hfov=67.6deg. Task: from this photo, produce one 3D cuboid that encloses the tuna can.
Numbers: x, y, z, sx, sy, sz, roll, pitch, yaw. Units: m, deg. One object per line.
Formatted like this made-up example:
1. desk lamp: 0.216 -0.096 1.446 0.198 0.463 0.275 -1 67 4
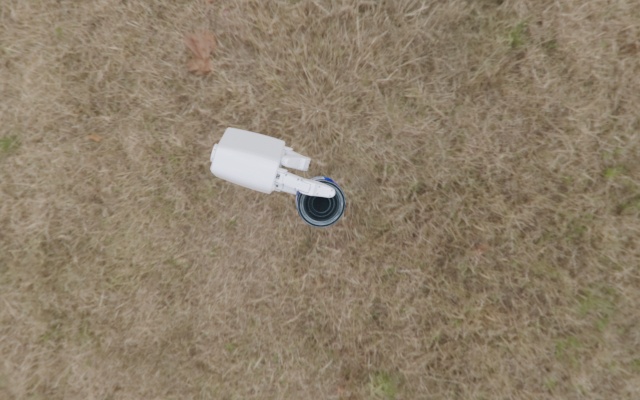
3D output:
1. tuna can: 0.000 0.003 0.820 0.086 0.086 0.033 0 12 -6
